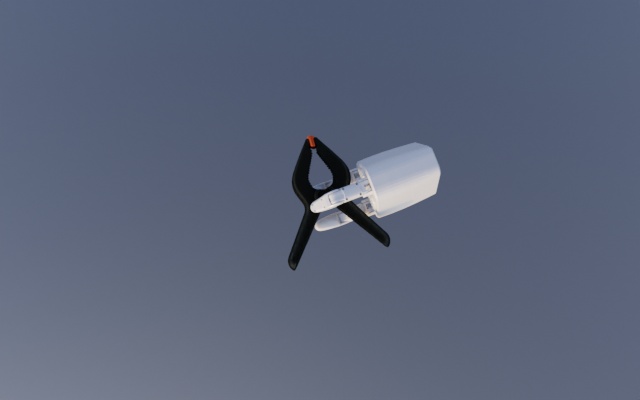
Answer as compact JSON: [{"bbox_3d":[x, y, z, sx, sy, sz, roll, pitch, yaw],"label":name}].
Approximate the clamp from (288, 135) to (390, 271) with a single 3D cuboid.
[{"bbox_3d":[0.000,0.002,0.761,0.164,0.210,0.036,-21,-6,-3],"label":"clamp"}]
